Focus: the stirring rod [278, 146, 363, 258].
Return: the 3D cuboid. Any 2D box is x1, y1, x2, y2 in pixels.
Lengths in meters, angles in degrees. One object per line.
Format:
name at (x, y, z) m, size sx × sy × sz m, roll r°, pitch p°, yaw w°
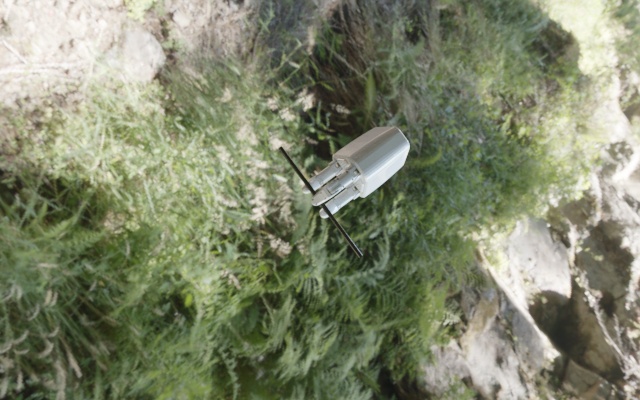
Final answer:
stirring rod at (0.000, 0.003, 0.844) m, size 0.011 × 0.239 × 0.011 m, roll -37°, pitch 1°, yaw 0°
